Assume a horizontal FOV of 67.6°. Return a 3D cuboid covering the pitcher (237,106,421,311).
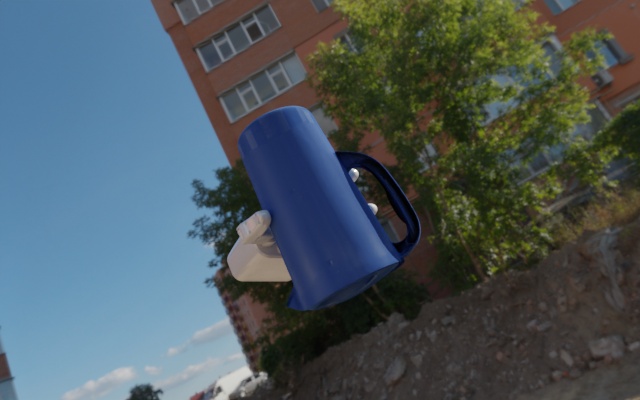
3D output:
[{"bbox_3d":[0.000,0.002,0.596,0.149,0.242,0.145,-15,-20,-37],"label":"pitcher"}]
